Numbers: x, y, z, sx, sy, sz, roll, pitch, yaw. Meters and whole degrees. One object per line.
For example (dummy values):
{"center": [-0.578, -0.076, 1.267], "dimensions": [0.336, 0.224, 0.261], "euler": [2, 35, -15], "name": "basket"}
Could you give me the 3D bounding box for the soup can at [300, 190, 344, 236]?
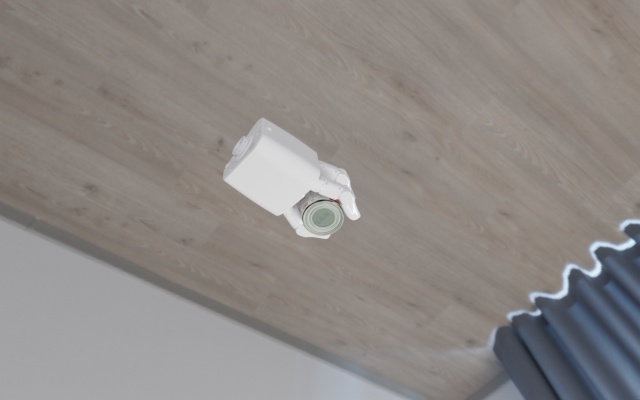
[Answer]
{"center": [0.000, 0.003, 0.783], "dimensions": [0.068, 0.068, 0.102], "euler": [0, 31, -6], "name": "soup can"}
